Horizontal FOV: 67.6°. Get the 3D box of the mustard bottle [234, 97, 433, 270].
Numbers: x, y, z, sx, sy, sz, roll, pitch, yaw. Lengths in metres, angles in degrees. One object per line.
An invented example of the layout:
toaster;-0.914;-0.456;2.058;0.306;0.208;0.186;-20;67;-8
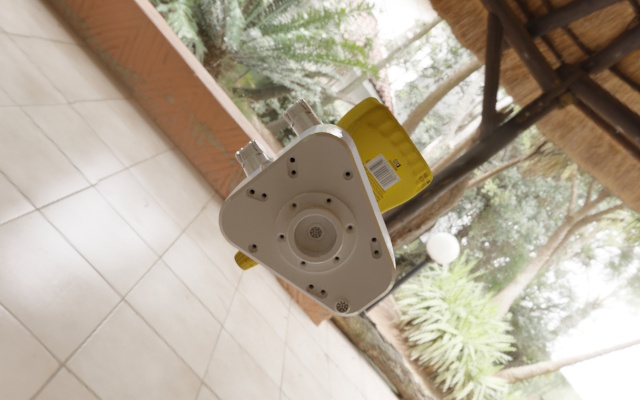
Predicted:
mustard bottle;0.000;0.001;0.433;0.191;0.096;0.058;-38;31;7
